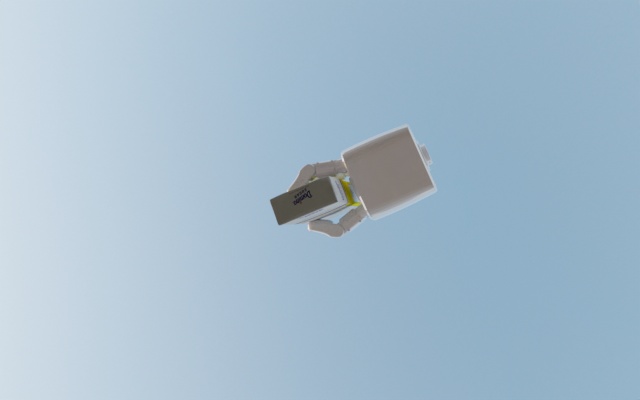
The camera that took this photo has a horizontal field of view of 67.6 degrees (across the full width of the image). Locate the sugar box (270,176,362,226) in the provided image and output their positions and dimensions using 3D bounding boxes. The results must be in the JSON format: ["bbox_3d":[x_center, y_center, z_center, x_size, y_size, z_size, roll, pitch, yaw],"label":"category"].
[{"bbox_3d":[0.000,0.002,0.723,0.093,0.048,0.176,-22,-10,14],"label":"sugar box"}]
